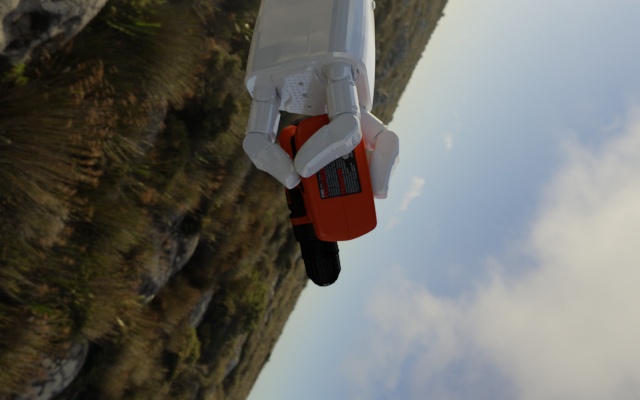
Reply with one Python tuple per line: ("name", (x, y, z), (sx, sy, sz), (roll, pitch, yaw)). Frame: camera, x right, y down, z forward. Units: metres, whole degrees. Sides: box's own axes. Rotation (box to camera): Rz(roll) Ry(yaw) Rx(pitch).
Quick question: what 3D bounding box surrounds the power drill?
("power drill", (0.000, 0.001, 0.471), (0.057, 0.184, 0.187), (-12, -2, -12))
